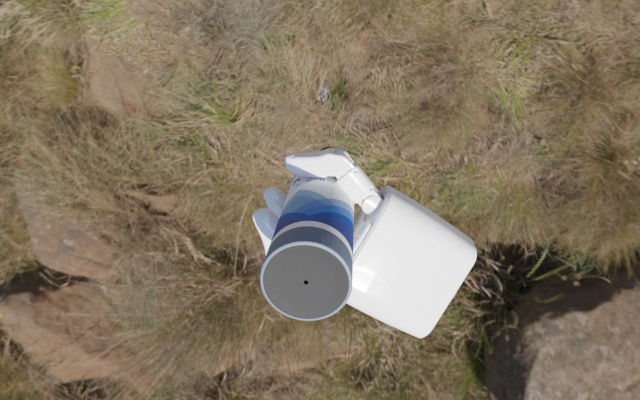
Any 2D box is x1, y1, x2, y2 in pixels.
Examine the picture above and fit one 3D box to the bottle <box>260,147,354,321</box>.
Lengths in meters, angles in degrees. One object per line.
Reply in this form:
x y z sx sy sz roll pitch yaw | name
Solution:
0.000 0.002 0.474 0.069 0.069 0.295 0 23 4 | bottle
